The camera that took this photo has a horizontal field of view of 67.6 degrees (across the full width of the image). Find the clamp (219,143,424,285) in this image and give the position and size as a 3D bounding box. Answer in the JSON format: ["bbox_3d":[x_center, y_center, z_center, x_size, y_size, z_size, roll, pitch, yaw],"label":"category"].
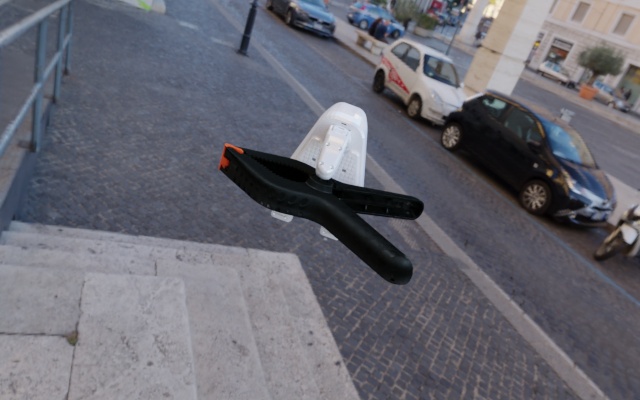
[{"bbox_3d":[0.000,0.000,0.441,0.210,0.036,0.164,21,22,0],"label":"clamp"}]
